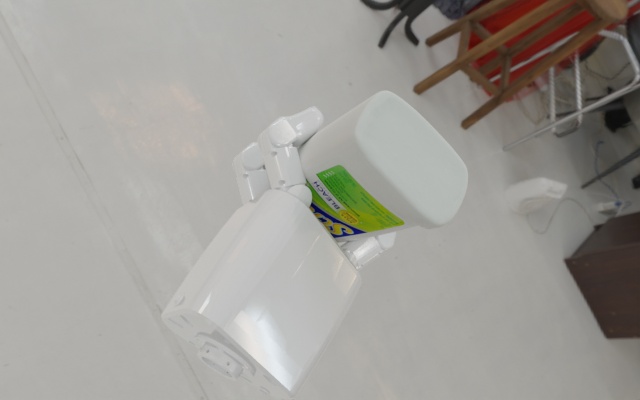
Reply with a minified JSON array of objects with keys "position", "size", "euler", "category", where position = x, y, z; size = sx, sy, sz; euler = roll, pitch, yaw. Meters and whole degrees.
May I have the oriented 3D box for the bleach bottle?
[{"position":[0.000,0.001,0.423],"size":[0.102,0.068,0.251],"euler":[43,-33,-14],"category":"bleach bottle"}]
